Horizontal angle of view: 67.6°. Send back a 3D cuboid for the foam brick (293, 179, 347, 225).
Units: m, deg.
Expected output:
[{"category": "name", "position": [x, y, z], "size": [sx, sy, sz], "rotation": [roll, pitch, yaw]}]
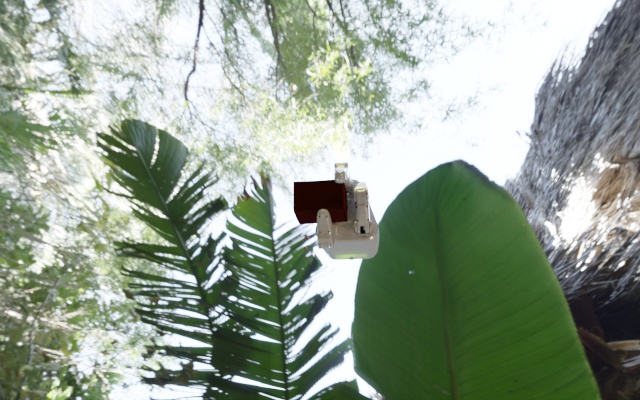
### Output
[{"category": "foam brick", "position": [0.000, 0.002, 0.731], "size": [0.078, 0.053, 0.051], "rotation": [-3, -25, 7]}]
